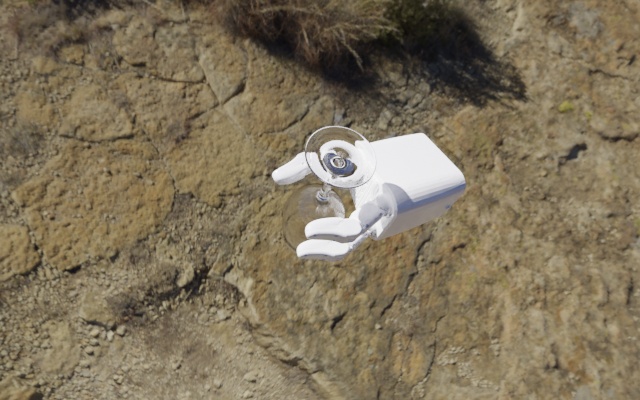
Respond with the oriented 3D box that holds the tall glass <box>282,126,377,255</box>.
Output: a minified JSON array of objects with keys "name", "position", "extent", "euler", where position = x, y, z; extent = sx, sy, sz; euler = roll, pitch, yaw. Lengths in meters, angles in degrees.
[{"name":"tall glass","position":[0.000,0.002,0.562],"extent":[0.079,0.079,0.201],"euler":[0,-28,-14]}]
